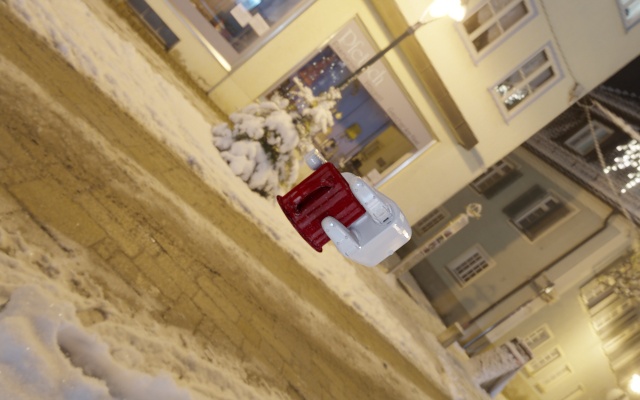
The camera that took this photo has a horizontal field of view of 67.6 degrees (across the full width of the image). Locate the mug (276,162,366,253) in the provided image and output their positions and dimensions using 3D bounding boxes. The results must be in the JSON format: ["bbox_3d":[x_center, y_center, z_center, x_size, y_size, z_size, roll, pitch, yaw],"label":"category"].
[{"bbox_3d":[0.000,0.001,0.593,0.081,0.093,0.117,-38,-27,6],"label":"mug"}]
